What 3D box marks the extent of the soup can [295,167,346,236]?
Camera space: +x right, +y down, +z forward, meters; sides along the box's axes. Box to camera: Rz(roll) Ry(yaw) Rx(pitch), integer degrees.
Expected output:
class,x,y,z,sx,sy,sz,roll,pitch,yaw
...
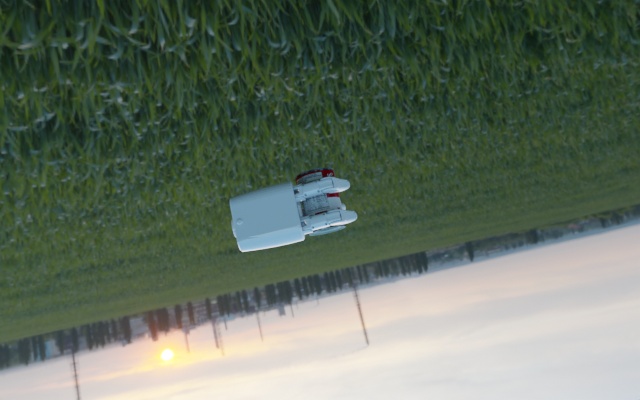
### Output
class,x,y,z,sx,sy,sz,roll,pitch,yaw
soup can,0.001,0.003,0.812,0.068,0.102,0.068,-13,-11,-2
